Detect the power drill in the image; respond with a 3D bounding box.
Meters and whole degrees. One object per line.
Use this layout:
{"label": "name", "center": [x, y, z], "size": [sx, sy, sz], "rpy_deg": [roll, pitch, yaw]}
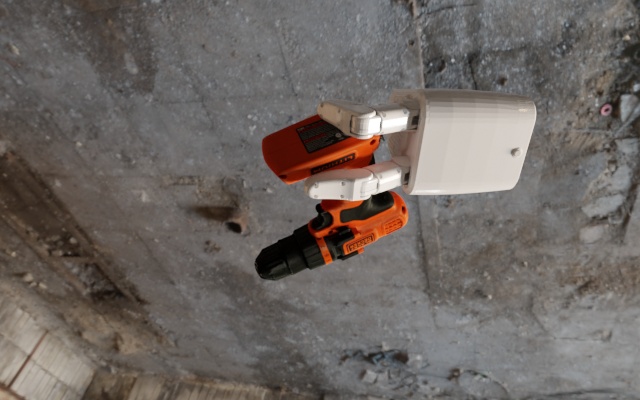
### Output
{"label": "power drill", "center": [0.000, 0.001, 0.490], "size": [0.184, 0.057, 0.188], "rpy_deg": [-25, -36, -7]}
